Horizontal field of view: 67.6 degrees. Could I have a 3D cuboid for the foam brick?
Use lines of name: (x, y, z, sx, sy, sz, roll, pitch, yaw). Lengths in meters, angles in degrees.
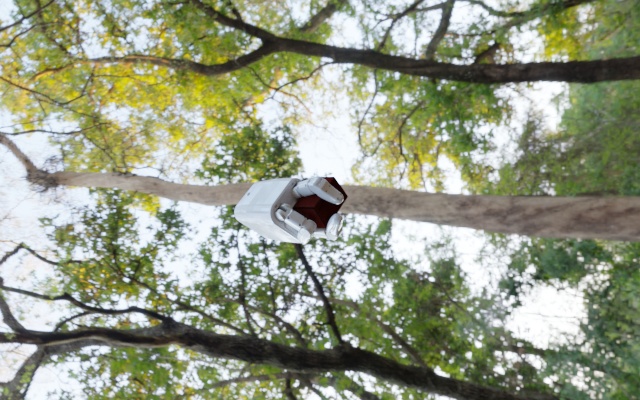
foam brick: (0.000, 0.003, 0.827, 0.051, 0.053, 0.078, 0, 44, 42)
